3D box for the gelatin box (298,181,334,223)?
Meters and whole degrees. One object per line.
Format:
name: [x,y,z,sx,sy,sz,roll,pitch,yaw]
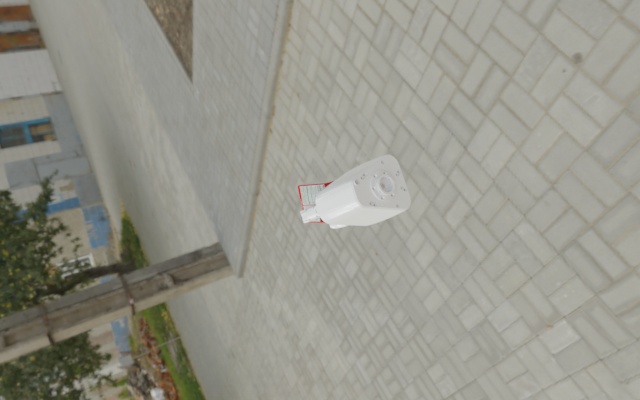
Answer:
gelatin box: [0.000,0.003,0.879,0.030,0.073,0.089,-17,9,-38]
